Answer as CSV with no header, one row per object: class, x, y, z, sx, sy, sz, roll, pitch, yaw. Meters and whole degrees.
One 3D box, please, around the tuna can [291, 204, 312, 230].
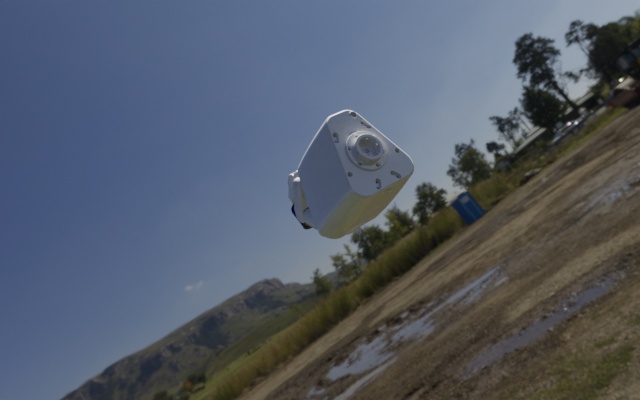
tuna can,0.000,0.002,0.691,0.086,0.033,0.086,-36,-14,-11
